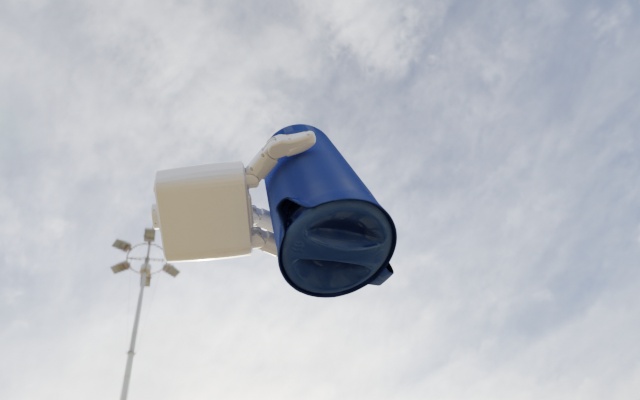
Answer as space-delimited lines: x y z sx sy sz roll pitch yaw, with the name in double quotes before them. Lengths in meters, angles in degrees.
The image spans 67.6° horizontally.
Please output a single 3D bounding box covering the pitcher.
"pitcher" 0.000 0.002 0.611 0.145 0.149 0.242 -8 33 -11
